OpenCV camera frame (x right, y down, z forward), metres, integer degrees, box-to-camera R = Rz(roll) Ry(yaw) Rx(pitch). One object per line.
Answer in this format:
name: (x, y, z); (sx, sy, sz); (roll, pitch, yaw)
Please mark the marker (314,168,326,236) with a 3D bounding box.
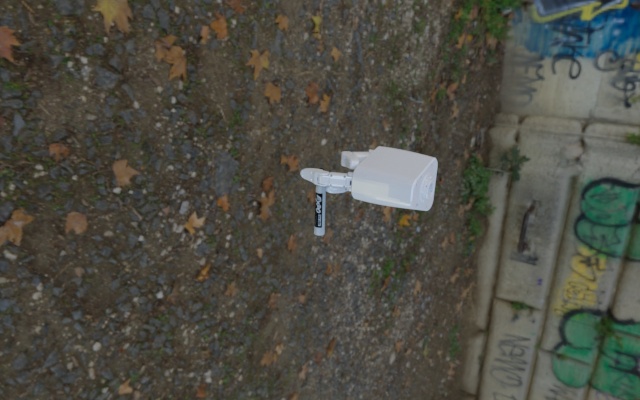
marker: (0.000, 0.003, 0.842); (0.020, 0.121, 0.020); (2, 19, -1)
